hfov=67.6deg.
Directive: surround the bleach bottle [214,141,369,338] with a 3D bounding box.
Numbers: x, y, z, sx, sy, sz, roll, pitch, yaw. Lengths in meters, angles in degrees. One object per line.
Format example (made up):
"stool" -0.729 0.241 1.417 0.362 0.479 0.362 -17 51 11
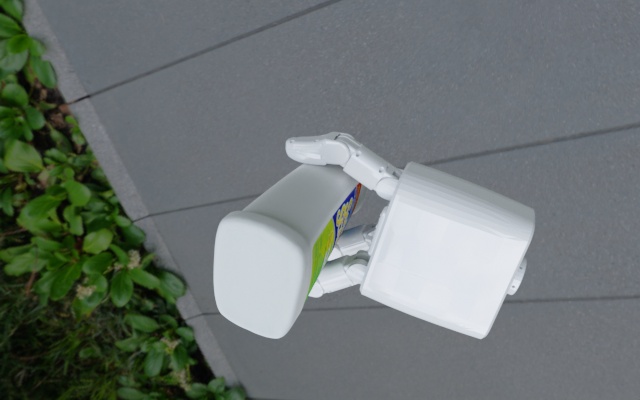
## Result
"bleach bottle" 0.000 0.001 0.426 0.068 0.103 0.250 21 34 13
